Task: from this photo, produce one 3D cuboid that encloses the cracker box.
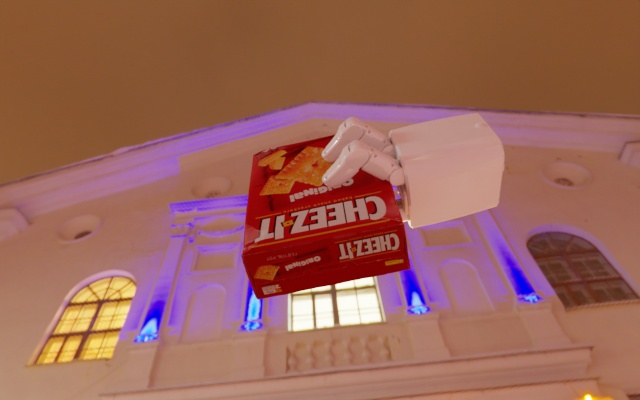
[{"bbox_3d":[0.000,0.002,0.557,0.164,0.072,0.213,-12,33,4],"label":"cracker box"}]
